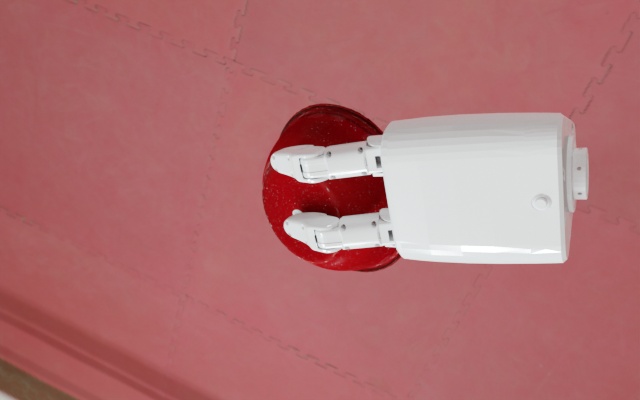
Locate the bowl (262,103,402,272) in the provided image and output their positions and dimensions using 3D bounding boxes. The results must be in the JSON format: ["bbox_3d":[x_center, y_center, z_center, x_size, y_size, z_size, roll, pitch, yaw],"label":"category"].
[{"bbox_3d":[-0.001,0.002,0.416,0.162,0.162,0.055,0,22,45],"label":"bowl"}]
